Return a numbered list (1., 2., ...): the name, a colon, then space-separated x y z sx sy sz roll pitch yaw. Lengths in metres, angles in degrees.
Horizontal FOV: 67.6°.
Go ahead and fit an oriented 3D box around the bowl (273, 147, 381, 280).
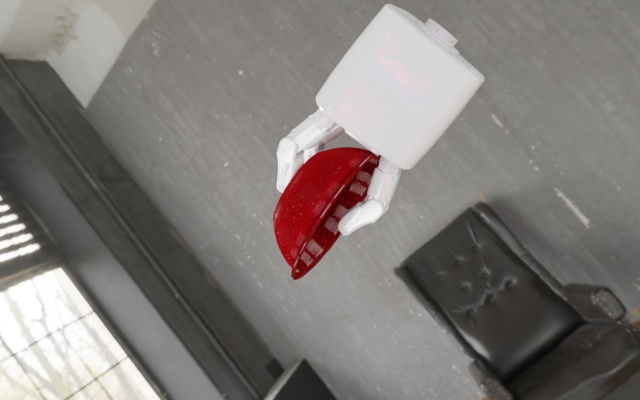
1. bowl: -0.001 0.002 0.497 0.055 0.162 0.162 34 8 12
